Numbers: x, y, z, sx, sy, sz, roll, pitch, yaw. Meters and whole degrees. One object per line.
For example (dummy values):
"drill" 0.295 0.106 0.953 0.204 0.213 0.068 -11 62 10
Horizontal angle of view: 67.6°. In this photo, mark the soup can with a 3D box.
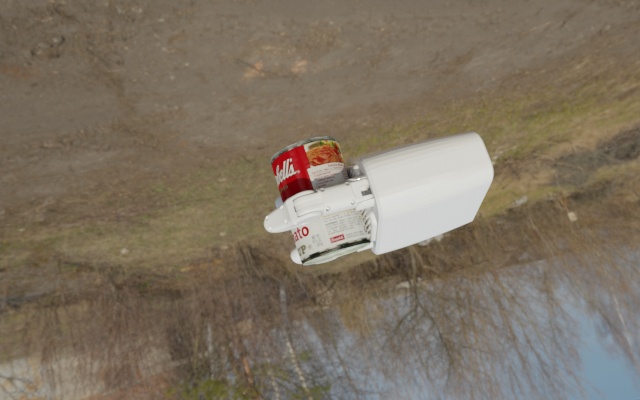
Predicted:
"soup can" 0.000 0.002 0.442 0.068 0.102 0.068 -17 -12 -4
